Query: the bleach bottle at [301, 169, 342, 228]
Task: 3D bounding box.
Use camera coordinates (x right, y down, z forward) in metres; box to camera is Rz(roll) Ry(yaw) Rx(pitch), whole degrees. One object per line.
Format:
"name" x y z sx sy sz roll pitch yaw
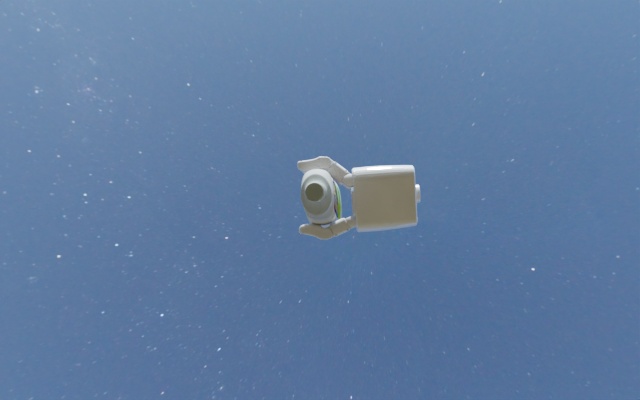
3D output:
"bleach bottle" 0.000 0.003 0.841 0.068 0.102 0.251 -3 -3 4
